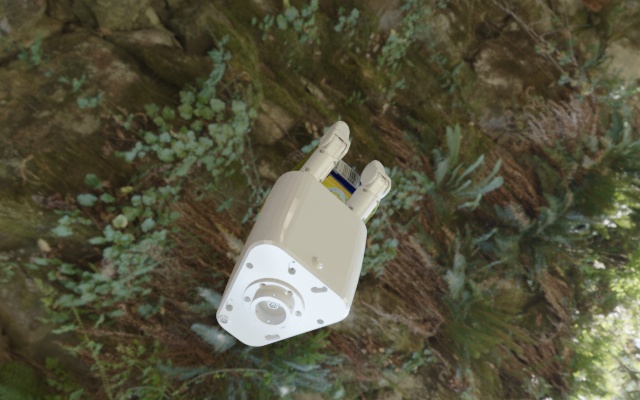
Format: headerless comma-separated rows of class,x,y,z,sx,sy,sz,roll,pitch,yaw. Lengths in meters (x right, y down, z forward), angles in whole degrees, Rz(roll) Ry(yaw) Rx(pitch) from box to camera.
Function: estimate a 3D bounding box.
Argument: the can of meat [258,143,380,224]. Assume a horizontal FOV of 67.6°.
can of meat,0.000,0.002,0.502,0.102,0.084,0.057,-42,15,26
